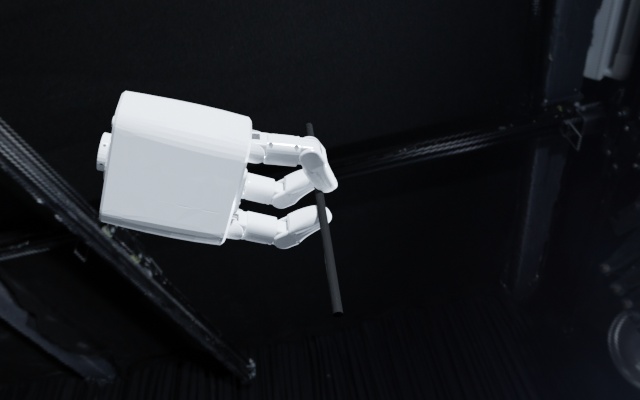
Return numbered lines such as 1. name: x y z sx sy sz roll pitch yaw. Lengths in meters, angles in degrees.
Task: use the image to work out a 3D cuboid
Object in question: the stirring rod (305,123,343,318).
1. stirring rod: 0.000 0.001 0.441 0.011 0.011 0.239 0 44 -9
